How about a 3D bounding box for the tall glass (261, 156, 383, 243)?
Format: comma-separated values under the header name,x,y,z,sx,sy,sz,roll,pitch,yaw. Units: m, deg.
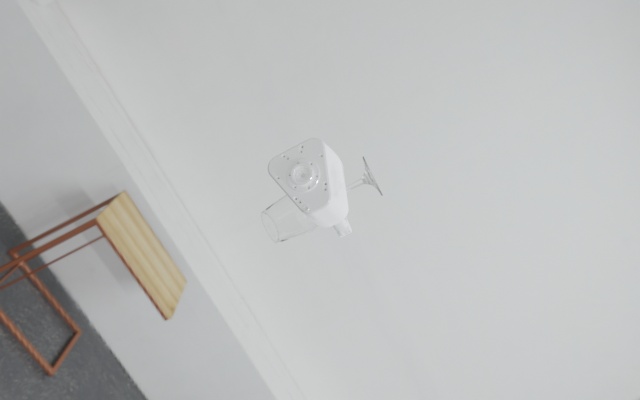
name,x,y,z,sx,sy,sz,roll,pitch,yaw
tall glass,0.001,0.002,0.814,0.201,0.079,0.079,-27,-4,8
